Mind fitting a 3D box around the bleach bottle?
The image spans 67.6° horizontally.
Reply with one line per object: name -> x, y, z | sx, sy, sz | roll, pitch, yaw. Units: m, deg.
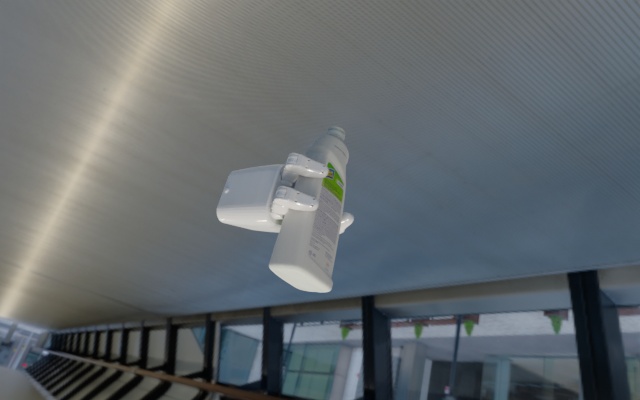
bleach bottle -> 0.000, 0.002, 0.719 | 0.068, 0.250, 0.103 | -2, -31, 33
